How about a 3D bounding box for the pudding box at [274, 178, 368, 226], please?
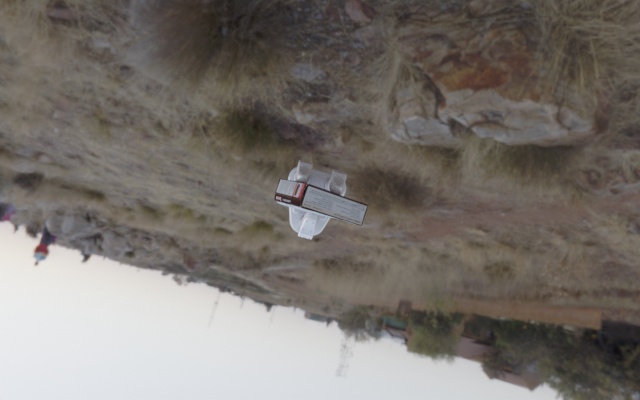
[{"bbox_3d":[0.000,0.002,0.712,0.113,0.039,0.090,16,-3,-31],"label":"pudding box"}]
